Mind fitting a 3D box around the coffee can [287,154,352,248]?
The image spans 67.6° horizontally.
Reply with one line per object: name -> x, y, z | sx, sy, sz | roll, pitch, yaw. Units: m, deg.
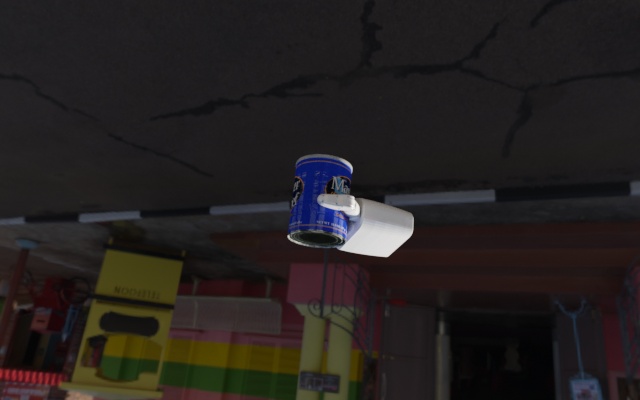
coffee can -> 0.000, 0.003, 0.843 | 0.103, 0.140, 0.103 | 5, -20, 2
